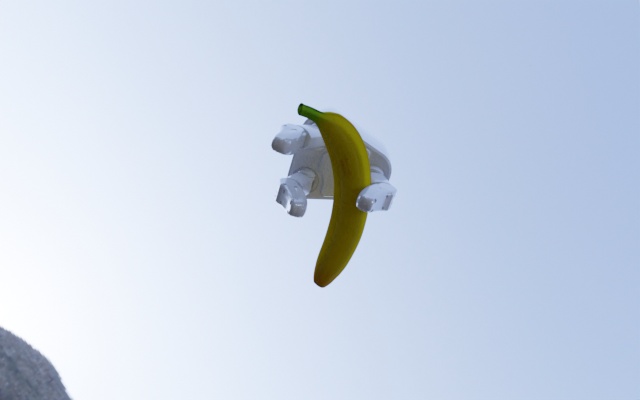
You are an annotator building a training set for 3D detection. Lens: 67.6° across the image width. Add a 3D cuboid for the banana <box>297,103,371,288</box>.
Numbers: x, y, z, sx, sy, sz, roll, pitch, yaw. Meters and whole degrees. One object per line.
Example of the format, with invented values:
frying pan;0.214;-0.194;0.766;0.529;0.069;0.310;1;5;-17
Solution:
banana;0.018;-0.004;0.481;0.069;0.198;0.037;-9;22;-8
